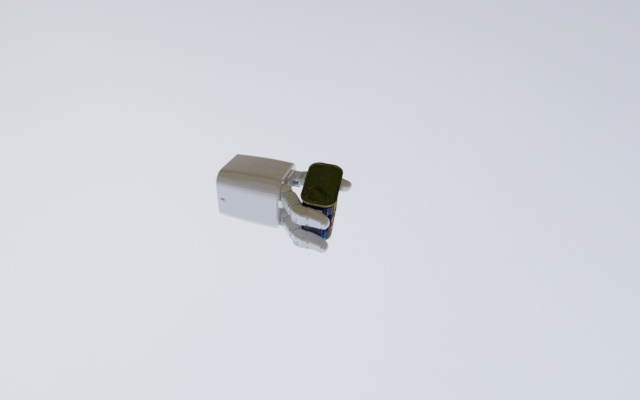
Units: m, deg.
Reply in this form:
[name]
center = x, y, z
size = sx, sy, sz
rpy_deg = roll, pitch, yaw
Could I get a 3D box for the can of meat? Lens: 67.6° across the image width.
[can of meat]
center = 0.000, 0.003, 0.775
size = 0.057, 0.084, 0.102
rpy_deg = 10, 43, 4
